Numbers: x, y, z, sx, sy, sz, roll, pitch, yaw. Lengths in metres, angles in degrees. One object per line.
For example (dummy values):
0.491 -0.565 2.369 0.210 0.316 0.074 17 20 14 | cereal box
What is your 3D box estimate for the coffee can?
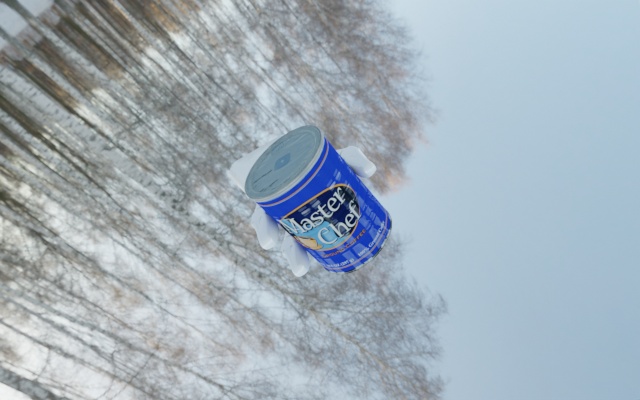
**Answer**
0.000 0.002 0.533 0.103 0.102 0.140 0 -39 49 | coffee can
